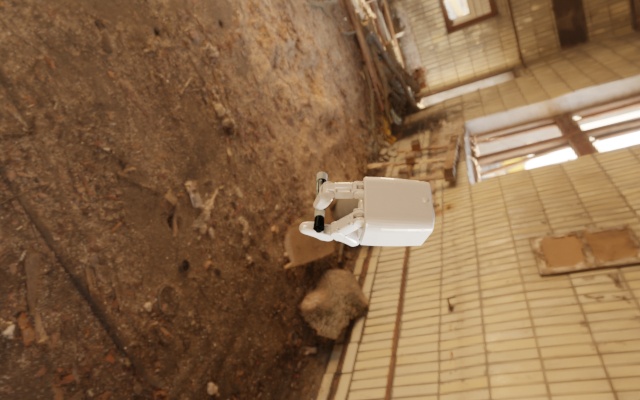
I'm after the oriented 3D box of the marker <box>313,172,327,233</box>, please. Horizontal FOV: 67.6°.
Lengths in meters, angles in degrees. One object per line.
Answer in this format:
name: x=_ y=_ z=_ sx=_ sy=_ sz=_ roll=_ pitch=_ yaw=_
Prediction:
marker: x=0.000 y=0.003 z=0.818 sx=0.020 sy=0.121 sz=0.020 roll=2 pitch=-36 yaw=2
